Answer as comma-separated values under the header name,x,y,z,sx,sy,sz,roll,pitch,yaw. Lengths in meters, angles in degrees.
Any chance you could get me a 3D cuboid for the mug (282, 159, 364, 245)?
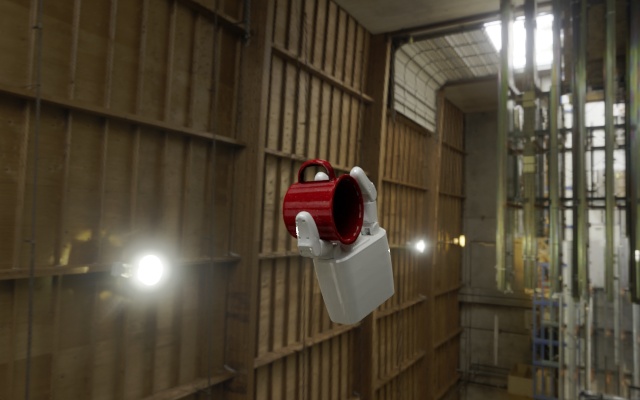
name,x,y,z,sx,sy,sz,roll,pitch,yaw
mug,0.000,0.001,0.643,0.081,0.117,0.093,-2,20,31
